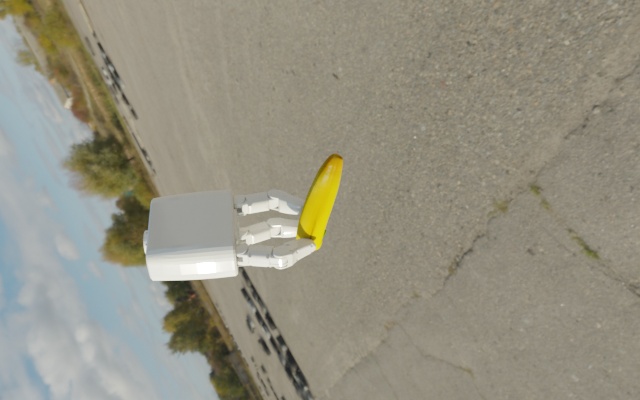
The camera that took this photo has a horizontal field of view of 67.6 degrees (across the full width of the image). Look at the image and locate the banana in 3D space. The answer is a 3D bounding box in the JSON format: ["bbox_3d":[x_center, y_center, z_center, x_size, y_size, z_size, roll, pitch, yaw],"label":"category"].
[{"bbox_3d":[-0.006,0.019,0.626,0.037,0.069,0.198,19,-32,3],"label":"banana"}]
